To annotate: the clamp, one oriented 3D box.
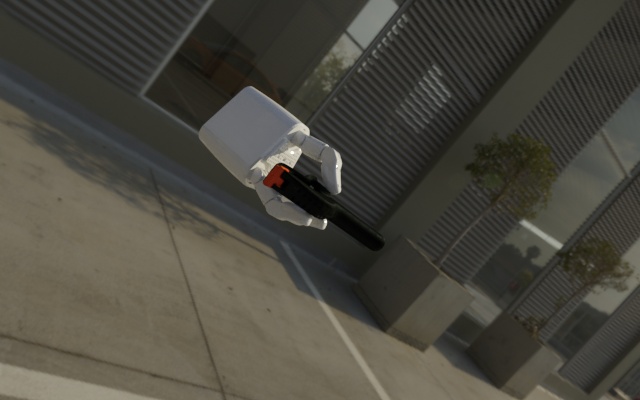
[{"bbox_3d":[0.000,0.001,0.613,0.164,0.036,0.210,40,6,22],"label":"clamp"}]
